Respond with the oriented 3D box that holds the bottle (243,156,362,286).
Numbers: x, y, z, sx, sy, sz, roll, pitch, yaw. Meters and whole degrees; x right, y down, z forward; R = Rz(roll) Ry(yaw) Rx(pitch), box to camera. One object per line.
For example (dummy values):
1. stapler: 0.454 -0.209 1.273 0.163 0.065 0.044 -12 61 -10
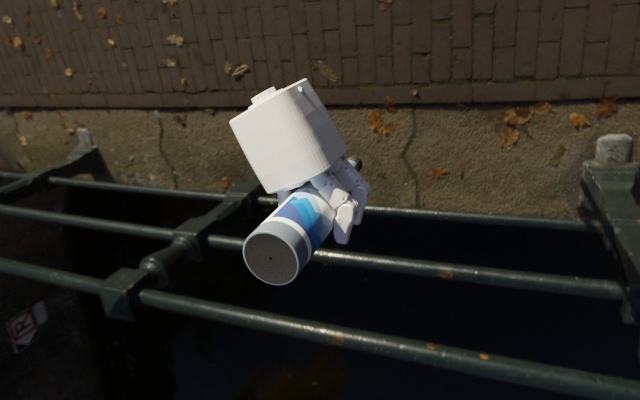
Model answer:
1. bottle: 0.000 0.002 0.624 0.069 0.069 0.295 0 24 23
